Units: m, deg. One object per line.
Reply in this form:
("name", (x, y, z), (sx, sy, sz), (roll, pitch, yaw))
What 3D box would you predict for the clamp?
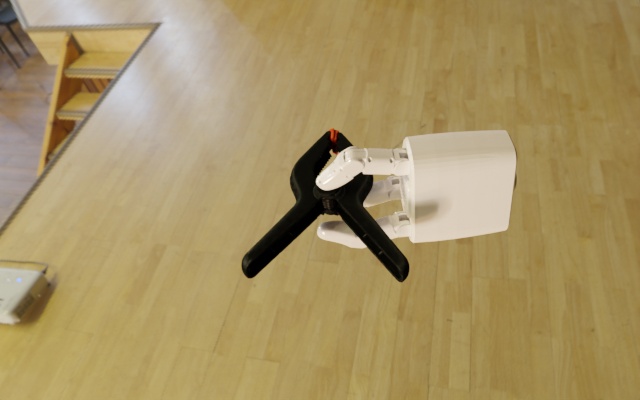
("clamp", (0.000, 0.001, 0.523), (0.164, 0.209, 0.036), (-4, -41, 1))
